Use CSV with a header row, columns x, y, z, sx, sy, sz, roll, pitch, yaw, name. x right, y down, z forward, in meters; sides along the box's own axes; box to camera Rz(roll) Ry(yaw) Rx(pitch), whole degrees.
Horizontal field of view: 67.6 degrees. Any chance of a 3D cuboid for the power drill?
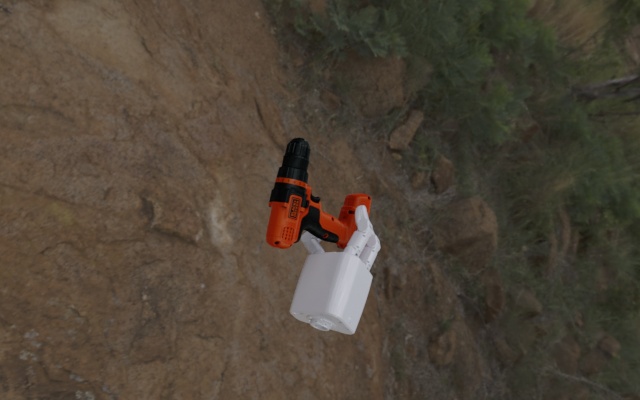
x,y,z,sx,sy,sz,roll,pitch,yaw,name
0.000,0.003,0.817,0.188,0.184,0.057,17,-8,-36,power drill
